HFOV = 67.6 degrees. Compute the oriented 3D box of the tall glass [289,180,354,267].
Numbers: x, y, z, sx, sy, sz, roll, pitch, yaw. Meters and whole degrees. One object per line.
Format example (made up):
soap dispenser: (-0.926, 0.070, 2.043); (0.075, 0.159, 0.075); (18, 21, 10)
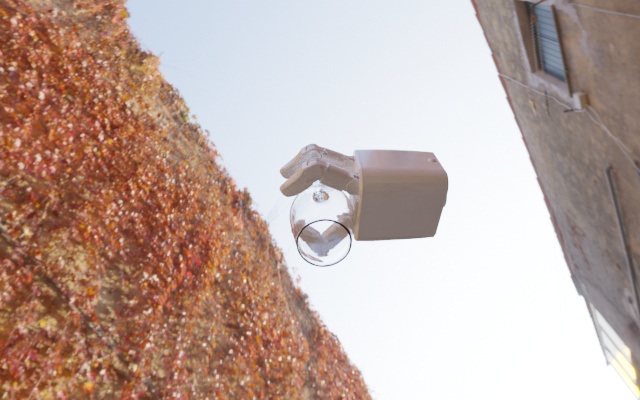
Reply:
tall glass: (0.000, 0.002, 0.610); (0.079, 0.079, 0.201); (0, 27, -2)
